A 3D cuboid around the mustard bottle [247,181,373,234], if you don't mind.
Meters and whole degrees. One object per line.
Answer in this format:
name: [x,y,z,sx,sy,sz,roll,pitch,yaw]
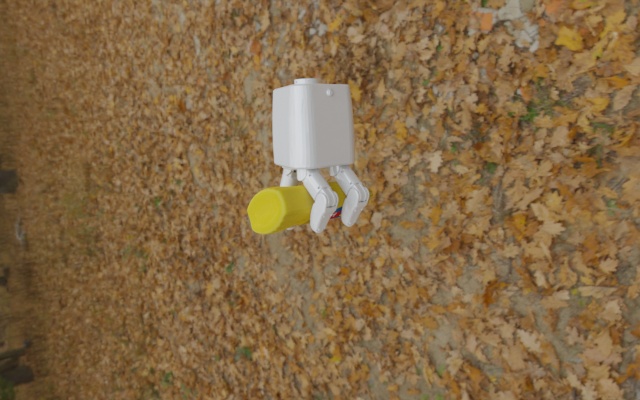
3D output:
mustard bottle: [0.000,0.003,0.676,0.191,0.058,0.096,-10,-12,-38]
